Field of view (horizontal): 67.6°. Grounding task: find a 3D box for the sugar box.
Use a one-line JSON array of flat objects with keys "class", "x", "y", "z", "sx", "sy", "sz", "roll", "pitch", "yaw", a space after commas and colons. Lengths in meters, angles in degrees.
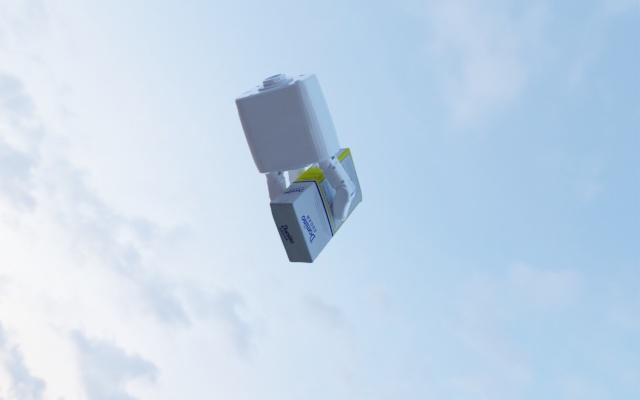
[{"class": "sugar box", "x": 0.000, "y": 0.002, "z": 0.682, "sx": 0.048, "sy": 0.093, "sz": 0.176, "roll": -1, "pitch": 28, "yaw": 34}]
